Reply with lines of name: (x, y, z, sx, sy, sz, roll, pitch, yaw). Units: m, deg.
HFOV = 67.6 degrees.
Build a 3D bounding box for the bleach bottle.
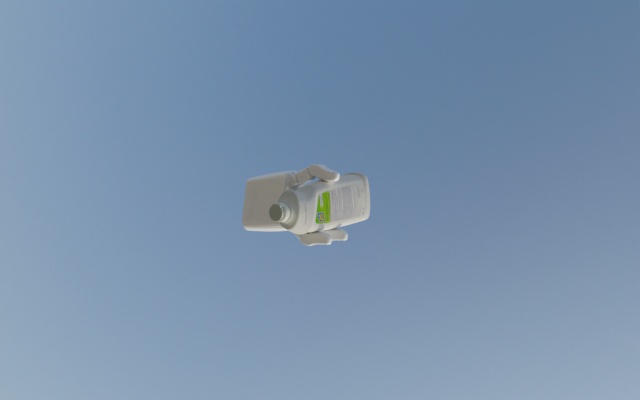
bleach bottle: (0.000, 0.003, 0.862, 0.068, 0.102, 0.251, -5, 1, 36)
